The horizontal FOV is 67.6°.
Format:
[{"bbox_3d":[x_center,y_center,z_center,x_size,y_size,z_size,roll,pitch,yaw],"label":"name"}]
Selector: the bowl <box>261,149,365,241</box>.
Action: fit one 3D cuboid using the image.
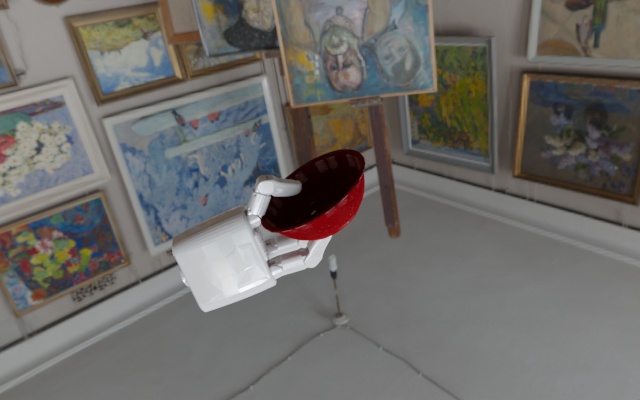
[{"bbox_3d":[0.001,0.002,0.641,0.162,0.055,0.162,-27,28,16],"label":"bowl"}]
